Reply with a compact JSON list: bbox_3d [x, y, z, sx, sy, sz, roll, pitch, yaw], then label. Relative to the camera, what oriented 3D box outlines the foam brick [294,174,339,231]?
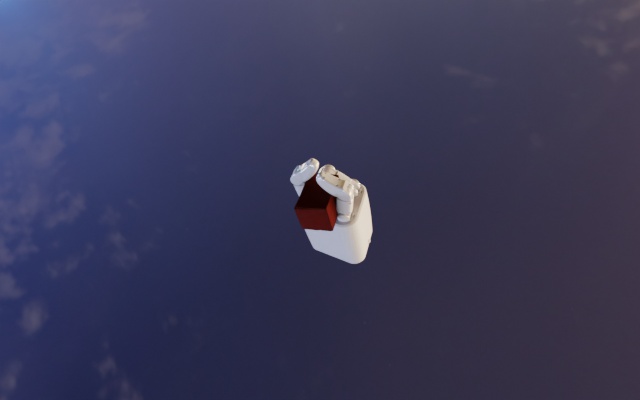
[{"bbox_3d":[0.000,0.003,0.743,0.053,0.078,0.051,4,-43,20],"label":"foam brick"}]
